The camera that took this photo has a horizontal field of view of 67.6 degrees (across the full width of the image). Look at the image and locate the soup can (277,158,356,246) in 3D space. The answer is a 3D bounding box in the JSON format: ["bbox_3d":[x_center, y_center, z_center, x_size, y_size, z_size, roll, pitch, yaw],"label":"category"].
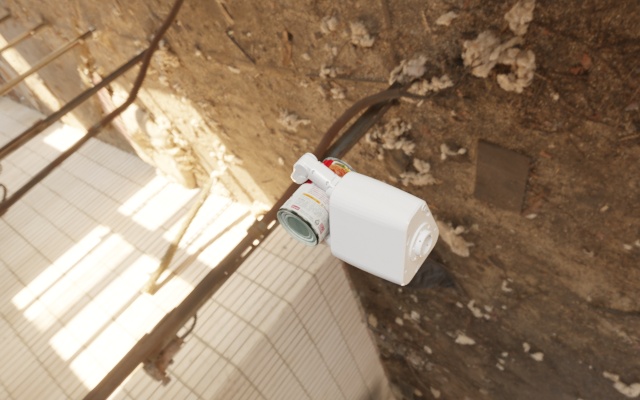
[{"bbox_3d":[0.000,0.002,0.627,0.068,0.068,0.102,0,42,54],"label":"soup can"}]
